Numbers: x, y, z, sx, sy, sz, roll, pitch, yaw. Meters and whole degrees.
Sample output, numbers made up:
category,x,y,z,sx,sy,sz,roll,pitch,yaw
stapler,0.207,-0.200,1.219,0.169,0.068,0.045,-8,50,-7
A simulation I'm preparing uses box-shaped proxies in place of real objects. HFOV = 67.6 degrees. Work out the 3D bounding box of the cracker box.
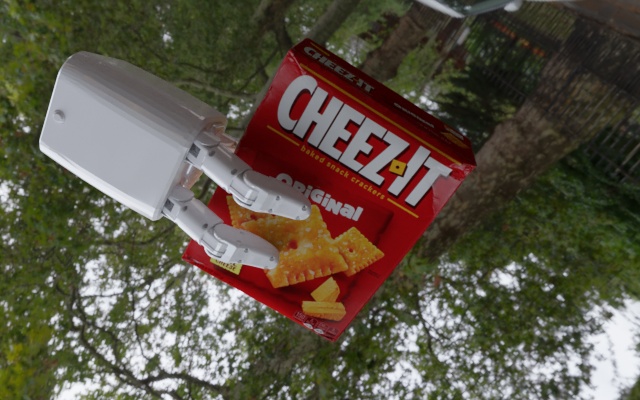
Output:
category,x,y,z,sx,sy,sz,roll,pitch,yaw
cracker box,0.000,0.001,0.411,0.164,0.214,0.072,31,27,-5
